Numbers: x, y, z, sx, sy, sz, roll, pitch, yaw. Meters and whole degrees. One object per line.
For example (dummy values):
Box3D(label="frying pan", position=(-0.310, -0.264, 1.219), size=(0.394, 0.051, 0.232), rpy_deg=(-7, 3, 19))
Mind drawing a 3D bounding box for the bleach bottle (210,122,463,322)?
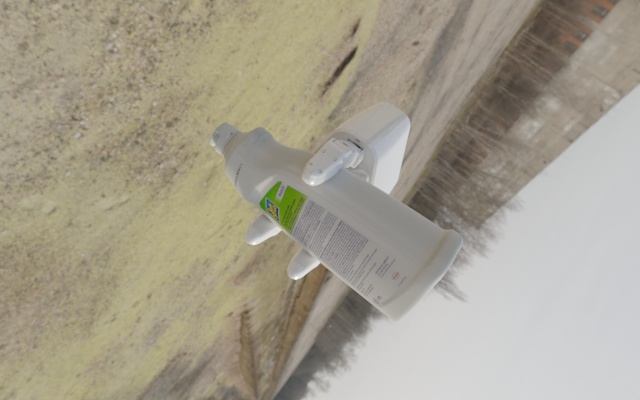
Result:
Box3D(label="bleach bottle", position=(0.000, 0.002, 0.452), size=(0.251, 0.103, 0.068), rpy_deg=(37, 42, 10))
